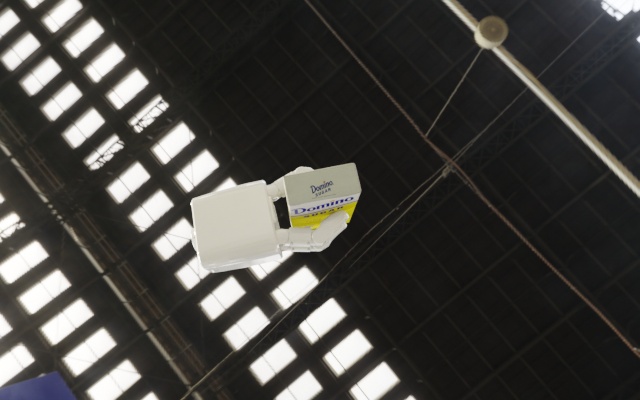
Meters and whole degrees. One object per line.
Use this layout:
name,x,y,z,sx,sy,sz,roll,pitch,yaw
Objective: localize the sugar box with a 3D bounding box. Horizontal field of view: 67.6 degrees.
sugar box,0.000,0.003,0.663,0.093,0.048,0.176,-11,-12,-3
